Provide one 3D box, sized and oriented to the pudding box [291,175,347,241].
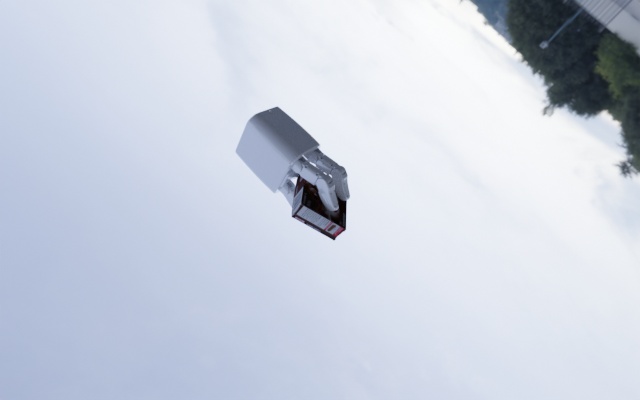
[{"bbox_3d":[0.000,0.003,0.811,0.090,0.113,0.039,29,-53,-18],"label":"pudding box"}]
